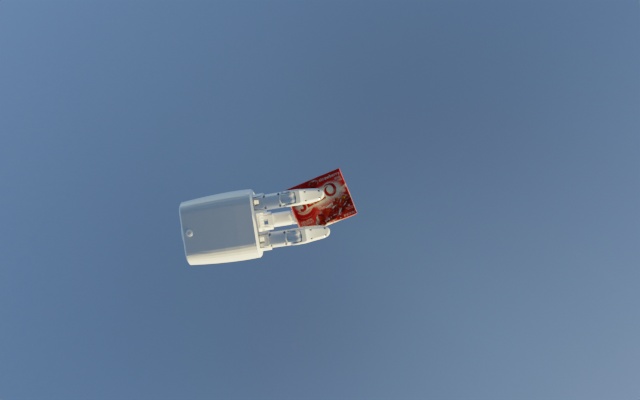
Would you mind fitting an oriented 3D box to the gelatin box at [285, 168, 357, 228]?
[{"bbox_3d":[0.000,0.002,0.713,0.089,0.073,0.030,-22,-1,-5],"label":"gelatin box"}]
